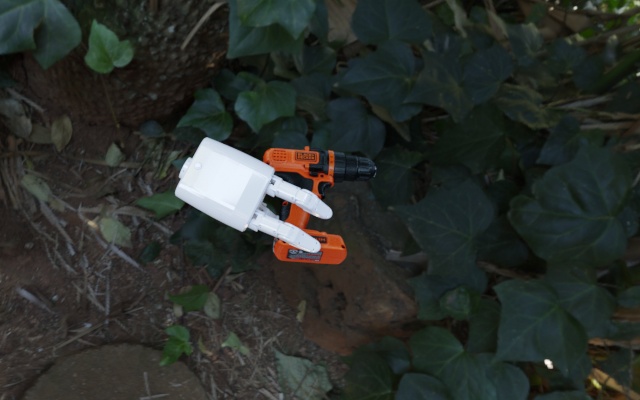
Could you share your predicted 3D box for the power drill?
[{"bbox_3d":[0.000,0.003,0.736,0.184,0.187,0.057,3,-33,-5],"label":"power drill"}]
